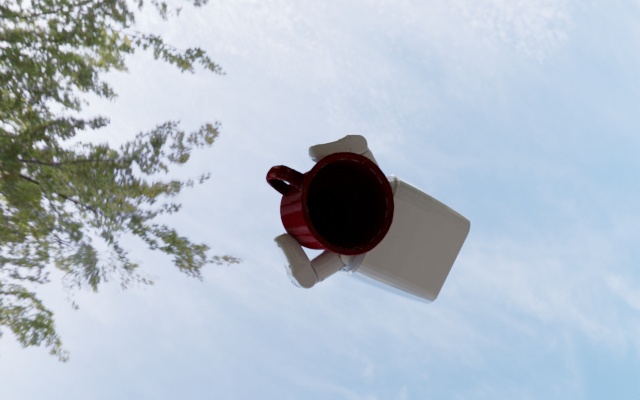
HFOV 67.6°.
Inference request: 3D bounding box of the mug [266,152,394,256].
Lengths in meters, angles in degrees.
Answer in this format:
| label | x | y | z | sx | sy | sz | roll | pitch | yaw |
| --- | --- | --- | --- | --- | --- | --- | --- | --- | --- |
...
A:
| label | x | y | z | sx | sy | sz | roll | pitch | yaw |
| --- | --- | --- | --- | --- | --- | --- | --- | --- | --- |
| mug | -0.001 | 0.001 | 0.455 | 0.117 | 0.093 | 0.081 | 27 | -16 | -19 |
